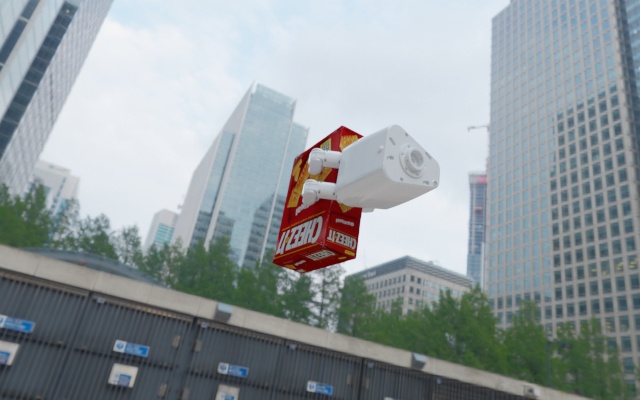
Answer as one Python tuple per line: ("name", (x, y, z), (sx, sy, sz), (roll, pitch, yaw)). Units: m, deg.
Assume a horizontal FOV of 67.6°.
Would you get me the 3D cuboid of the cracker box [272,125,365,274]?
("cracker box", (0.000, 0.003, 0.809), (0.072, 0.213, 0.164), (23, -27, -26))
